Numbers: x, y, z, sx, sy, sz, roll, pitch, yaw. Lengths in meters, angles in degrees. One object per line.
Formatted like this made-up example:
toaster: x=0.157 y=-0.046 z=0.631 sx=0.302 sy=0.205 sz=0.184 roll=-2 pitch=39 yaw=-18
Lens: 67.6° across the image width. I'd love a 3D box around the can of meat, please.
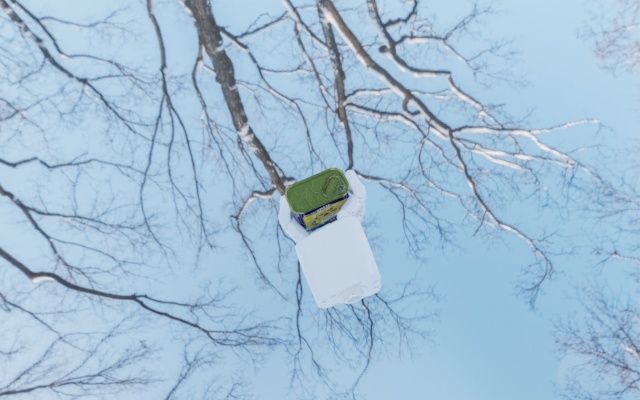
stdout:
can of meat: x=0.000 y=0.003 z=0.794 sx=0.102 sy=0.057 sz=0.084 roll=-24 pitch=-29 yaw=-4
